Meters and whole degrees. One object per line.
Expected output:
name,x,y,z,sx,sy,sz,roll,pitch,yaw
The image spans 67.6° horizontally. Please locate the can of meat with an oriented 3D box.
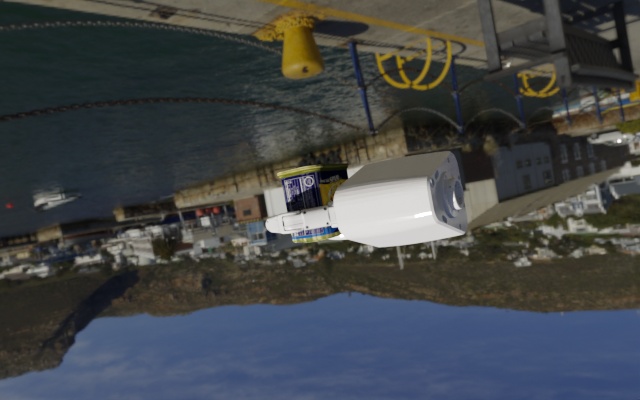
can of meat,0.000,0.002,0.571,0.057,0.084,0.102,-10,0,30
